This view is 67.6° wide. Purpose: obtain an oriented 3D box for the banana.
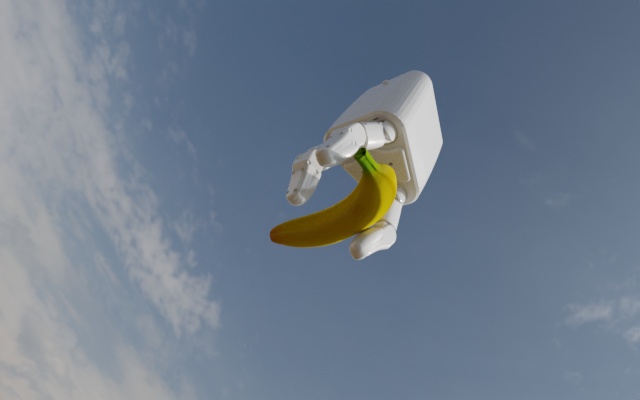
[{"bbox_3d":[0.017,0.010,0.469,0.069,0.037,0.198,32,-38,-13],"label":"banana"}]
